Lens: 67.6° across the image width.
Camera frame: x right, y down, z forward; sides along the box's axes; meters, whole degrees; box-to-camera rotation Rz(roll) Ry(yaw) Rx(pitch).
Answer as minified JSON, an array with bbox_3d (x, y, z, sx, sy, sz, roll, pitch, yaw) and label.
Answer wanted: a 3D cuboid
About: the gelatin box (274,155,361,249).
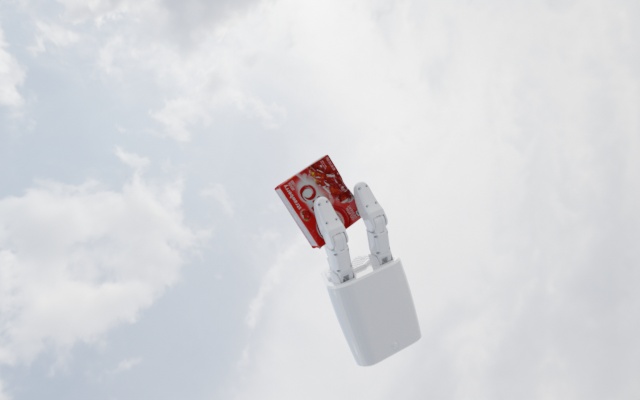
[{"bbox_3d":[0.000,0.002,0.569,0.073,0.089,0.030,-35,7,-19],"label":"gelatin box"}]
